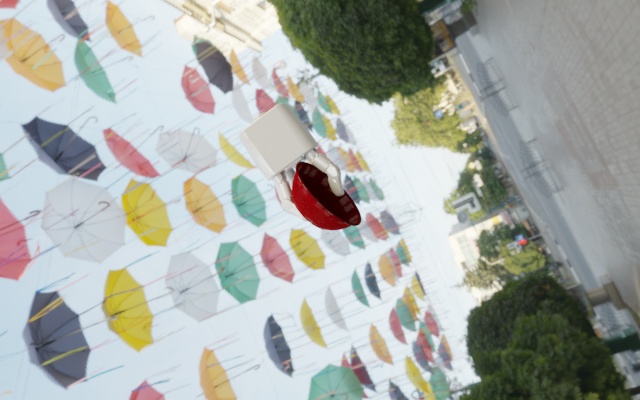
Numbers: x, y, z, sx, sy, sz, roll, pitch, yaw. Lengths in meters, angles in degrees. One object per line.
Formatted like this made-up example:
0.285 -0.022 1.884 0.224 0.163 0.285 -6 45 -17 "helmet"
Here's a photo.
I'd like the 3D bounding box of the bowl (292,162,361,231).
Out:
0.001 0.004 0.889 0.055 0.162 0.162 -47 -20 20 "bowl"
